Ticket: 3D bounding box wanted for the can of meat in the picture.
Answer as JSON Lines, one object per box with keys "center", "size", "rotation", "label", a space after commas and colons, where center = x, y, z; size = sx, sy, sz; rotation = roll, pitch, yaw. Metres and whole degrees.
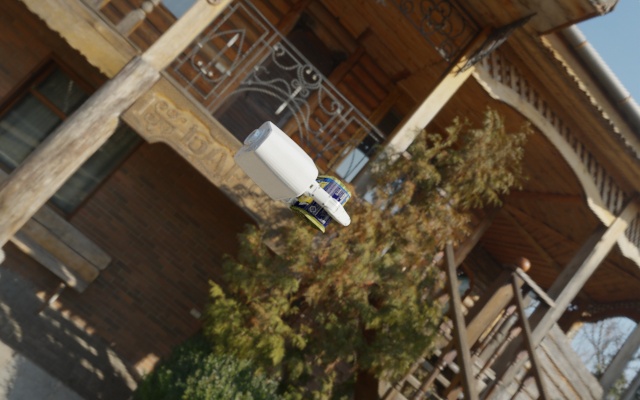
{"center": [0.000, 0.003, 0.850], "size": [0.057, 0.084, 0.102], "rotation": [43, -9, -16], "label": "can of meat"}
